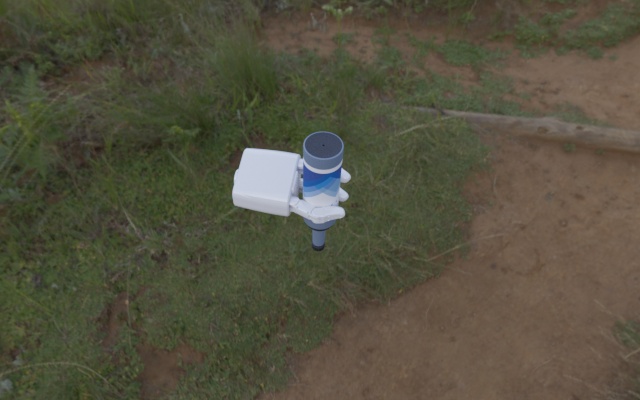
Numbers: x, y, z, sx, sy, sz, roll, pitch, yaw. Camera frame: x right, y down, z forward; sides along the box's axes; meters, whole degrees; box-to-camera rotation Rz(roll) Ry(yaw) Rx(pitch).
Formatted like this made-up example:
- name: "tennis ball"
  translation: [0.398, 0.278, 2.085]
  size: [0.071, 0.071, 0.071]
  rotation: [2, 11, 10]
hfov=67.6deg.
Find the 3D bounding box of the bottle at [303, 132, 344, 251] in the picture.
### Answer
- name: "bottle"
  translation: [0.000, 0.003, 0.895]
  size: [0.069, 0.069, 0.296]
  rotation: [0, -40, -2]
